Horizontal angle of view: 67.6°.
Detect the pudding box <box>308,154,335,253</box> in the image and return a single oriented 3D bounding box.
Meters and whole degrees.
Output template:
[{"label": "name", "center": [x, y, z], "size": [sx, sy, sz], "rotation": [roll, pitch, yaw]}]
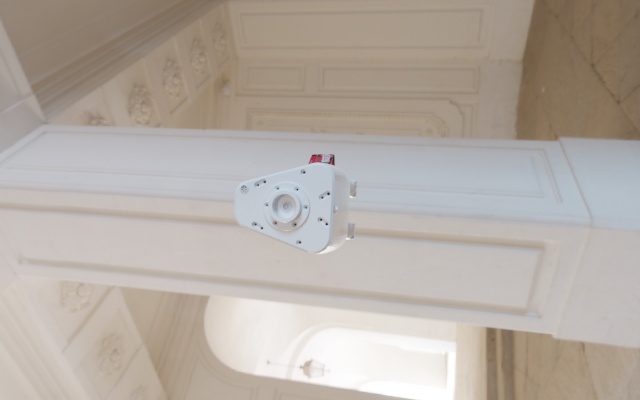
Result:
[{"label": "pudding box", "center": [0.000, 0.002, 0.666], "size": [0.039, 0.113, 0.090], "rotation": [4, 28, 8]}]
